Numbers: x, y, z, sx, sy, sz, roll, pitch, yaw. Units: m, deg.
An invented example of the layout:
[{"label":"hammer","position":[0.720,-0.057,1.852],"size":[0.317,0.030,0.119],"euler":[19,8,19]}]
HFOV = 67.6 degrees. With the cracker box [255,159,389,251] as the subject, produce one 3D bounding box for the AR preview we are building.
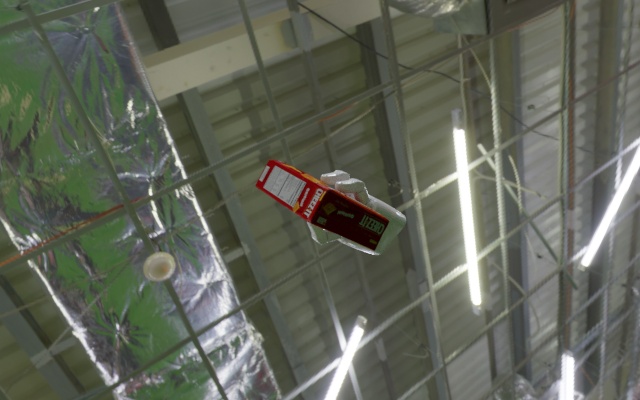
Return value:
[{"label":"cracker box","position":[0.000,0.003,0.896],"size":[0.164,0.072,0.213],"euler":[25,3,-38]}]
